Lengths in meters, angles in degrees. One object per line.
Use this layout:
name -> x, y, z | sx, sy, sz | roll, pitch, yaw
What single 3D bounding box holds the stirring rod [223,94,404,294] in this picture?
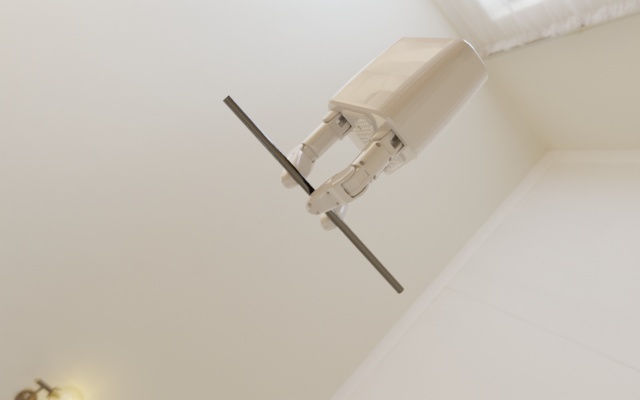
stirring rod -> 0.000, 0.001, 0.424 | 0.011, 0.239, 0.011 | -38, 18, 14
